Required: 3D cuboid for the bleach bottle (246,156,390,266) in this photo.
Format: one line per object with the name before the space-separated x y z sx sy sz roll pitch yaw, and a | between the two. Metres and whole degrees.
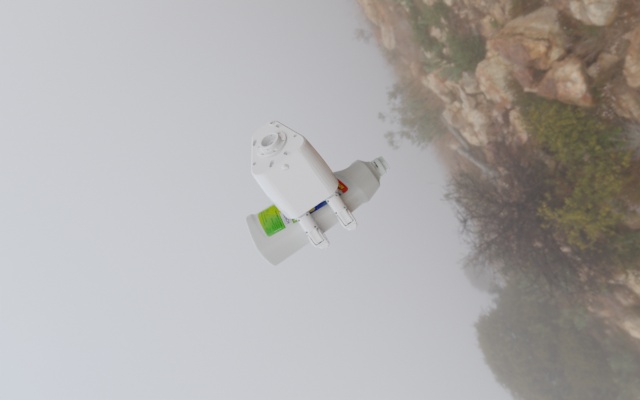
bleach bottle | 0.000 0.003 0.798 0.251 0.102 0.068 -34 -47 4
